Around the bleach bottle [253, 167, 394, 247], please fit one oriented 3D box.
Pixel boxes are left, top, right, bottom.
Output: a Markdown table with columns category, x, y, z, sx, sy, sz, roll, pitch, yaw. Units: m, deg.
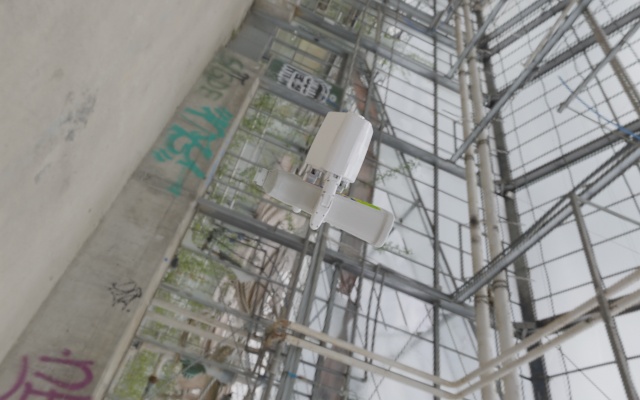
| category | x | y | z | sx | sy | sz | roll | pitch | yaw |
| --- | --- | --- | --- | --- | --- | --- | --- | --- | --- |
| bleach bottle | 0.000 | 0.003 | 0.853 | 0.251 | 0.068 | 0.102 | 23 | 4 | -9 |
